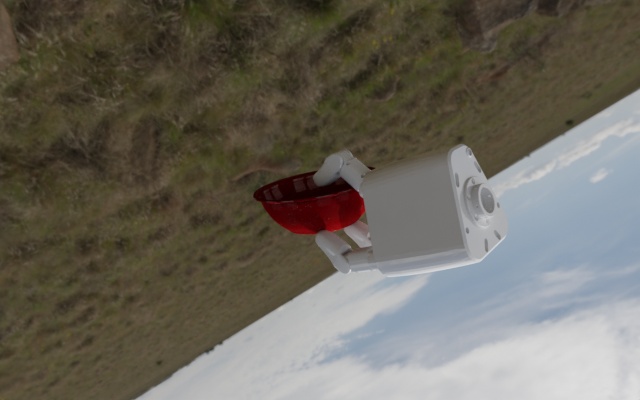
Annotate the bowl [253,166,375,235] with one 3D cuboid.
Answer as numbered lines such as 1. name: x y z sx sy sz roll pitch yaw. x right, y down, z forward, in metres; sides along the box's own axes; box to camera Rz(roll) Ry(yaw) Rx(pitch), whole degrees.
1. bowl: -0.001 0.002 0.600 0.162 0.055 0.162 -10 14 2
